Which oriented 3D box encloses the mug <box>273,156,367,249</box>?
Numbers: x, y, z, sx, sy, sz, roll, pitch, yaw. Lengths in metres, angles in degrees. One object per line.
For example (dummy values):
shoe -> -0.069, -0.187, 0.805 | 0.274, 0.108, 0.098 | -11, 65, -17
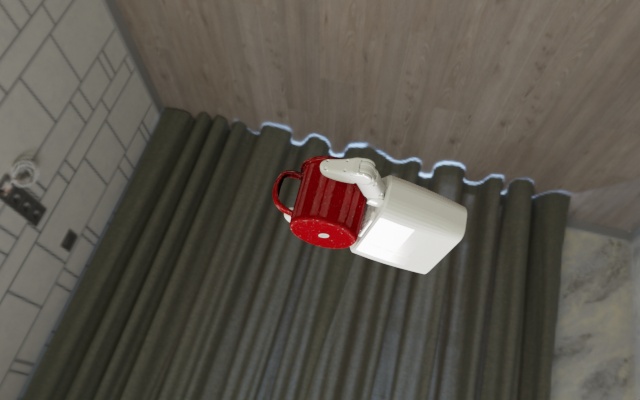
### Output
mug -> -0.001, 0.002, 0.568 | 0.117, 0.081, 0.093 | 19, -26, -9
